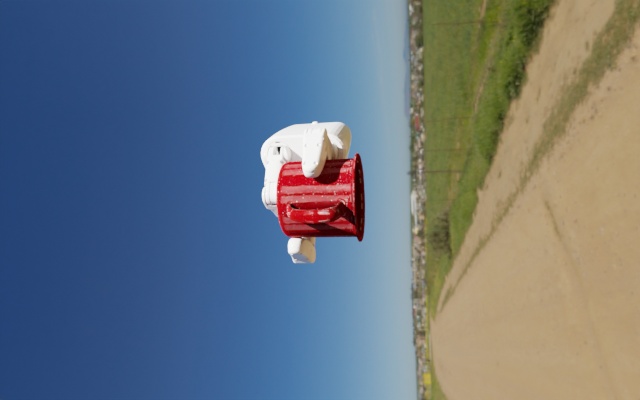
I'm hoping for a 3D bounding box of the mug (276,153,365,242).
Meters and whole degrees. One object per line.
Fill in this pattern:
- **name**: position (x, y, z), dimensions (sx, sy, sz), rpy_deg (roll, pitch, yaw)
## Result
- **mug**: position (0.000, 0.002, 0.493), dimensions (0.081, 0.093, 0.117), rpy_deg (-2, 17, 11)
